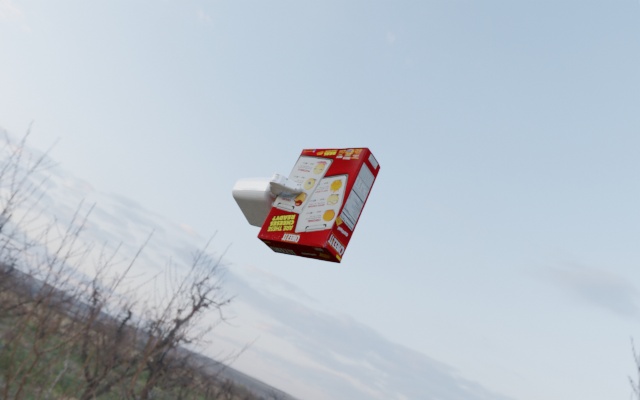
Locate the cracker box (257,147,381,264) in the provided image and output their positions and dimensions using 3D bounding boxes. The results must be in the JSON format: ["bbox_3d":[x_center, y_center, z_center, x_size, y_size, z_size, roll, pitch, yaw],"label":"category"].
[{"bbox_3d":[0.000,0.003,0.899,0.164,0.213,0.072,4,-31,40],"label":"cracker box"}]
